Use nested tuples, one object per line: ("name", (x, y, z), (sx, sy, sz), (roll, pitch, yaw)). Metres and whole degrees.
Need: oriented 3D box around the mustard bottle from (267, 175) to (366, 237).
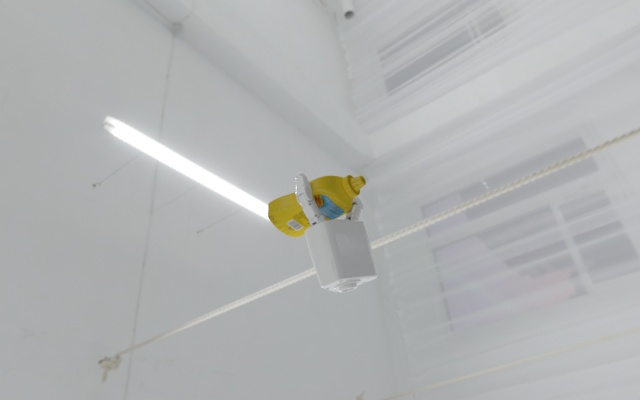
("mustard bottle", (0.000, 0.003, 0.883), (0.192, 0.058, 0.096), (-27, -47, 28))
